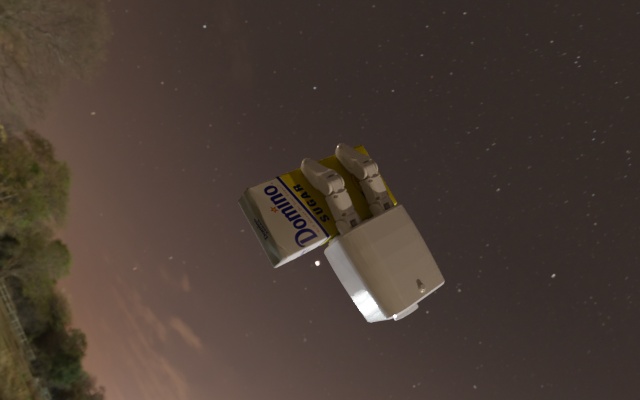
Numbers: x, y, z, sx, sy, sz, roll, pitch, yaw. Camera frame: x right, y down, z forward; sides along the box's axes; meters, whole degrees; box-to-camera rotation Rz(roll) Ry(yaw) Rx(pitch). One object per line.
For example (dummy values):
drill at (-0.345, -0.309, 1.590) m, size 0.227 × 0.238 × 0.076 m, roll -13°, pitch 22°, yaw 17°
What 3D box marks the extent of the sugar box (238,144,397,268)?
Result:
sugar box at (0.000, 0.002, 0.580) m, size 0.176 × 0.093 × 0.048 m, roll -24°, pitch -12°, yaw -34°
